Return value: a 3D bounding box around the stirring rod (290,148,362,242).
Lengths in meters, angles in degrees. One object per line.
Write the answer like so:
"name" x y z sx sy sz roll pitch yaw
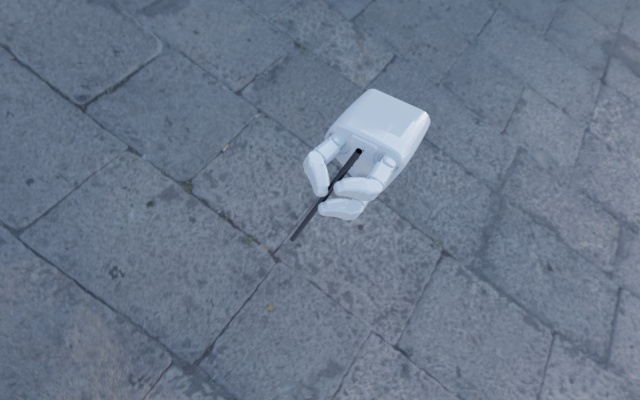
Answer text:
"stirring rod" 0.000 0.002 0.622 0.011 0.011 0.240 0 -28 -23
